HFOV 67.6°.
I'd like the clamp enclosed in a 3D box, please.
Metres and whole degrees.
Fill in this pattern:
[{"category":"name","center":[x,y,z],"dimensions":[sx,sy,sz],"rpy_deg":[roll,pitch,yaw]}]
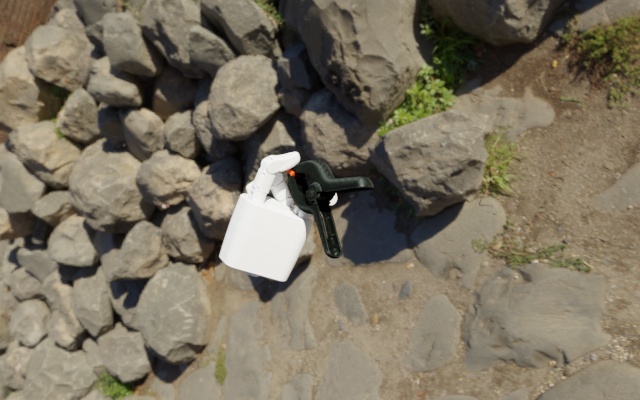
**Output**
[{"category":"clamp","center":[0.000,0.002,0.683],"dimensions":[0.039,0.120,0.171],"rpy_deg":[17,9,-38]}]
